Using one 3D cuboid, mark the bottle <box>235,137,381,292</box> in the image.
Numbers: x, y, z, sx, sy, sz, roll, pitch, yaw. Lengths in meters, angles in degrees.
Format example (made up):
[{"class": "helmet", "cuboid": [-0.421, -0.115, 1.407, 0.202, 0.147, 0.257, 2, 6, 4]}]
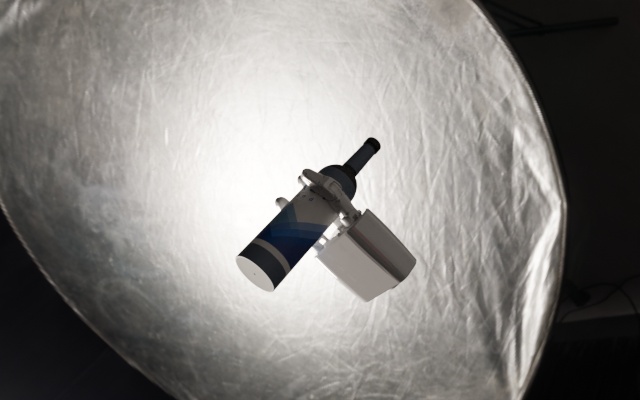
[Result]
[{"class": "bottle", "cuboid": [0.000, 0.002, 0.690, 0.069, 0.069, 0.295, 0, 39, 49]}]
